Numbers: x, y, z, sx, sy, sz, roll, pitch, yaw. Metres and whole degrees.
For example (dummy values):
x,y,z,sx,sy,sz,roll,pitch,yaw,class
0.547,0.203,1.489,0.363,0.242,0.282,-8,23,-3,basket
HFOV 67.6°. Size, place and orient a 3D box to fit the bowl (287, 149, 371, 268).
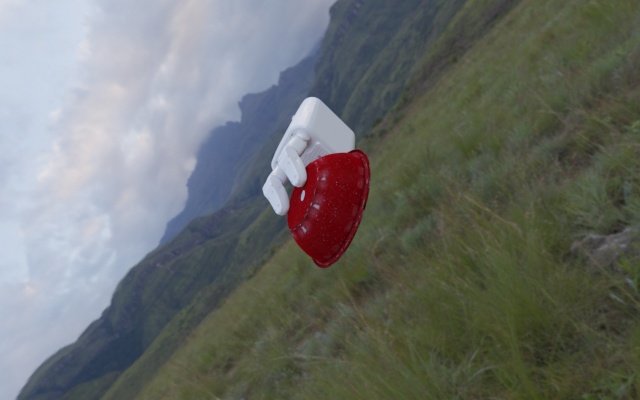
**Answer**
x,y,z,sx,sy,sz,roll,pitch,yaw,class
0.000,0.003,0.612,0.055,0.162,0.162,19,-7,-20,bowl
